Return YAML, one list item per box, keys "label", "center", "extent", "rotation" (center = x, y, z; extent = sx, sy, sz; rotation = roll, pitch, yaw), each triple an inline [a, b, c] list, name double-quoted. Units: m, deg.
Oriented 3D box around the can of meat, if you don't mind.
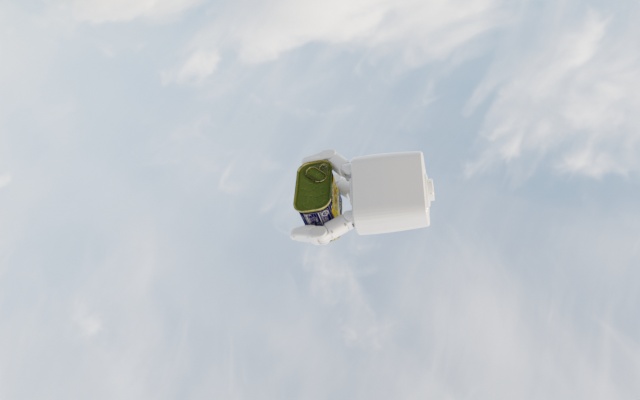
- label: "can of meat"
  center: [0.000, 0.003, 0.741]
  extent: [0.057, 0.102, 0.084]
  rotation: [-9, -42, 14]
